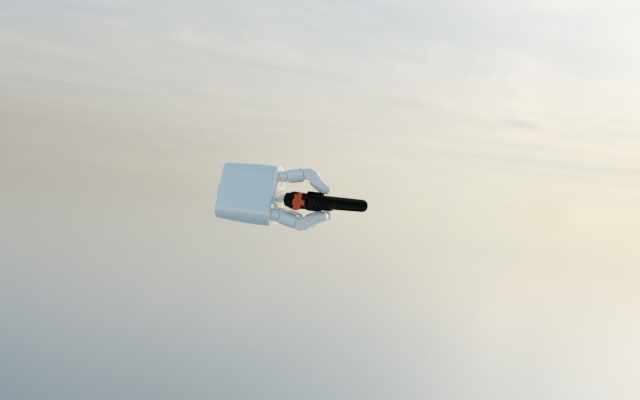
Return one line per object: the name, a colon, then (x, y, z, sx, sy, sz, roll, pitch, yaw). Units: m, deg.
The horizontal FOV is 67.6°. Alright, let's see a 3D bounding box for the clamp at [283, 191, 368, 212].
clamp: (0.000, 0.002, 0.878, 0.164, 0.036, 0.210, 6, 2, 9)
